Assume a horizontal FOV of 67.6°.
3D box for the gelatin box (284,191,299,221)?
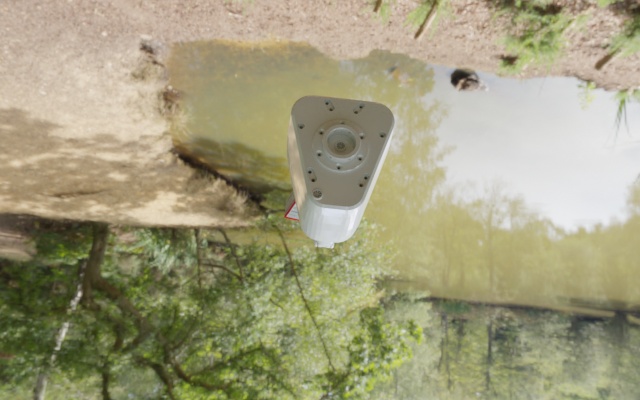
[{"bbox_3d":[0.000,0.003,0.600,0.073,0.030,0.089,11,-25,-13],"label":"gelatin box"}]
